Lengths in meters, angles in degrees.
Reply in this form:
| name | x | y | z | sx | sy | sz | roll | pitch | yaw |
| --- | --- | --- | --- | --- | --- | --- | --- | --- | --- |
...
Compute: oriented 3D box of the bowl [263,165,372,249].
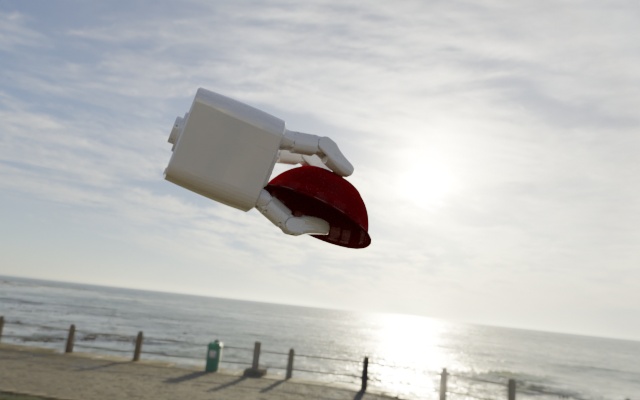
| name | x | y | z | sx | sy | sz | roll | pitch | yaw |
| --- | --- | --- | --- | --- | --- | --- | --- | --- | --- |
| bowl | 0.001 | 0.002 | 0.618 | 0.162 | 0.055 | 0.162 | 23 | -19 | 9 |
